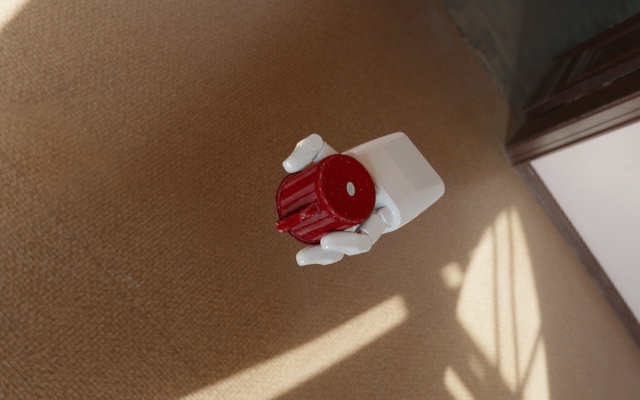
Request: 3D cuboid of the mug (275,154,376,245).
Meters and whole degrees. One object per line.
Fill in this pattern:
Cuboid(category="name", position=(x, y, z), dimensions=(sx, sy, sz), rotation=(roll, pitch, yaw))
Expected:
Cuboid(category="mug", position=(-0.001, 0.002, 0.533), dimensions=(0.117, 0.093, 0.081), rotation=(-29, 1, -39))
